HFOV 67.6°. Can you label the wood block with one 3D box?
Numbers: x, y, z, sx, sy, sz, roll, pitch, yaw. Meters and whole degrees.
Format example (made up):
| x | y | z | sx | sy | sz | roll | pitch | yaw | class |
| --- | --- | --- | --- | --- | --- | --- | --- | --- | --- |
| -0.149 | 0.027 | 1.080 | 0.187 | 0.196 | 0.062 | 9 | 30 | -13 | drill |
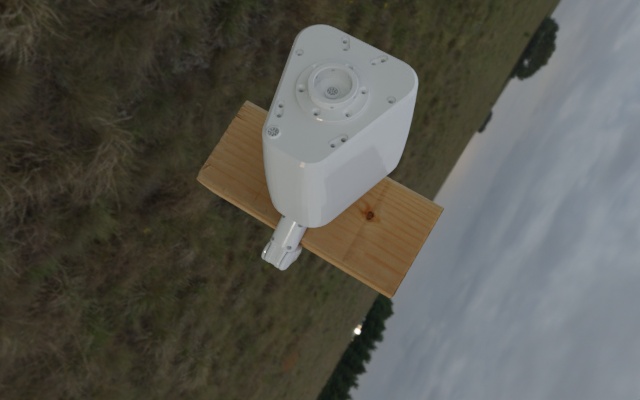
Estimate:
| x | y | z | sx | sy | sz | roll | pitch | yaw | class |
| --- | --- | --- | --- | --- | --- | --- | --- | --- | --- |
| 0.000 | 0.002 | 0.462 | 0.206 | 0.091 | 0.090 | 30 | -7 | 11 | wood block |
